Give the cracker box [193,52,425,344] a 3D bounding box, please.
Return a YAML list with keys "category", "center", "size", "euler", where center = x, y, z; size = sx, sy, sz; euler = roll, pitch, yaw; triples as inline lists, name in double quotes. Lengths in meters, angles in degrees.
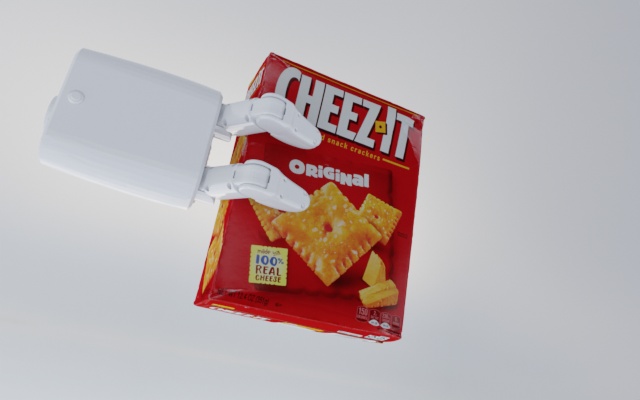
- category: "cracker box"
  center: [0.000, 0.002, 0.416]
  size: [0.164, 0.213, 0.072]
  euler: [18, -21, -20]
